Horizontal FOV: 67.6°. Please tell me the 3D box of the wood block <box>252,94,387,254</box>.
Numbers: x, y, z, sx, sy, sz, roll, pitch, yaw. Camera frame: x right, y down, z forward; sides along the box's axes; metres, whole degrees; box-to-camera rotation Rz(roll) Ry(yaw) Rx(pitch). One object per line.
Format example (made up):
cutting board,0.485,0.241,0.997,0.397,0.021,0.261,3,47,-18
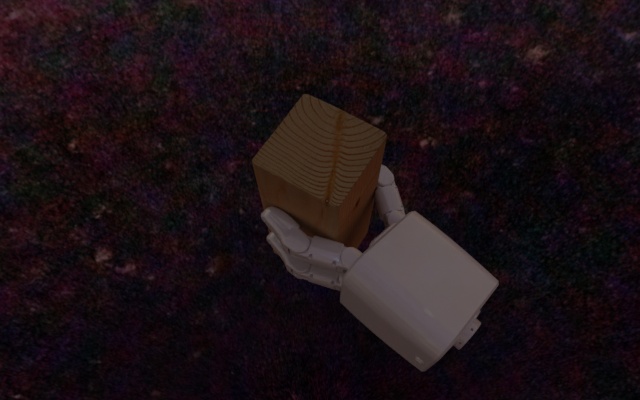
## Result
wood block,0.001,0.002,0.504,0.090,0.090,0.206,28,-24,14
